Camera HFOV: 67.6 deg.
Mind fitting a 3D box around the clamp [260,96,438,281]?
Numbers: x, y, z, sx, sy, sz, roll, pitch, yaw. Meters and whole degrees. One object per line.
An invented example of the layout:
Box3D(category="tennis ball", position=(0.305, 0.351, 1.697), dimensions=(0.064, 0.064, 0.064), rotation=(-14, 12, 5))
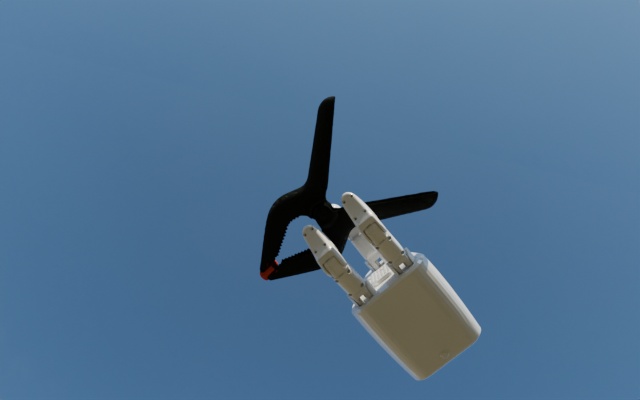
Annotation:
Box3D(category="clamp", position=(0.000, 0.002, 0.533), dimensions=(0.210, 0.164, 0.036), rotation=(-40, 1, 8))
